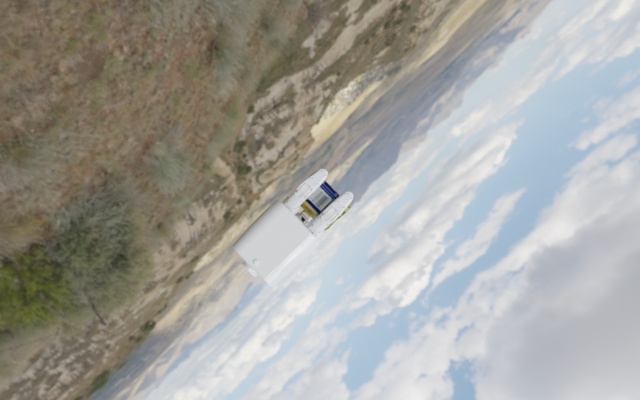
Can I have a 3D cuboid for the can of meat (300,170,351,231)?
[{"bbox_3d":[0.000,0.003,0.812,0.057,0.084,0.102,-44,-1,-9],"label":"can of meat"}]
